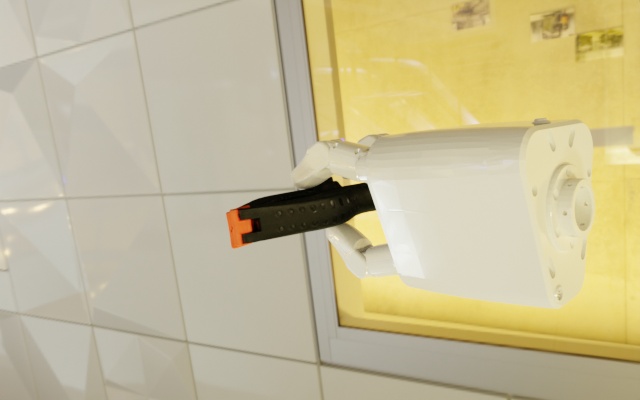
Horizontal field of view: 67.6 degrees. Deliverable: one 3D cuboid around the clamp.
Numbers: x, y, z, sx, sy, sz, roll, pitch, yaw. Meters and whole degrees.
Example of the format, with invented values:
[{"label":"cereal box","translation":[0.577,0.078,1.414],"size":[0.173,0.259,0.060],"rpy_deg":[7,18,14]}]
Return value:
[{"label":"clamp","translation":[0.000,0.002,0.423],"size":[0.210,0.036,0.164],"rpy_deg":[-14,9,-40]}]
